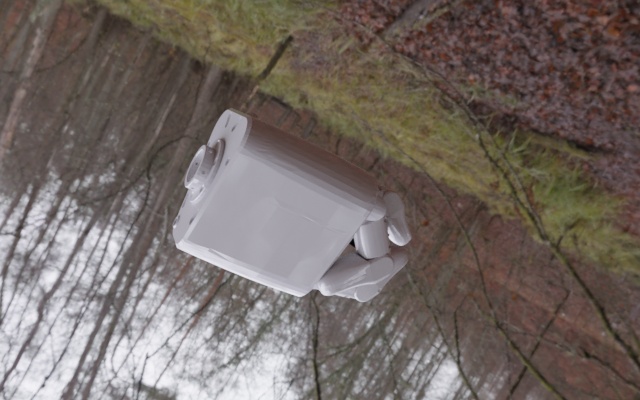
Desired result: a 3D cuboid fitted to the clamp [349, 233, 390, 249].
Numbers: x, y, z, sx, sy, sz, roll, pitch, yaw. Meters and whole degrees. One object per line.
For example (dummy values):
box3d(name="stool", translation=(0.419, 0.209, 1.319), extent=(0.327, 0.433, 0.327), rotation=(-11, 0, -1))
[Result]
box3d(name="clamp", translation=(0.000, 0.002, 0.460), extent=(0.120, 0.039, 0.171), rotation=(25, 4, -27))
